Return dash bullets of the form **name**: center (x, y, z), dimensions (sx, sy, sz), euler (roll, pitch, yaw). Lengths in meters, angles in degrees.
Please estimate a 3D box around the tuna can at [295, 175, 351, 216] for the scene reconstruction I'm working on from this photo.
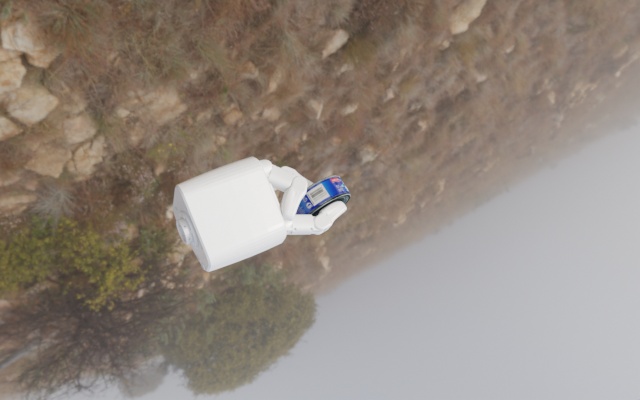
- **tuna can**: center (0.000, 0.003, 0.680), dimensions (0.086, 0.033, 0.086), euler (-31, -15, -9)
